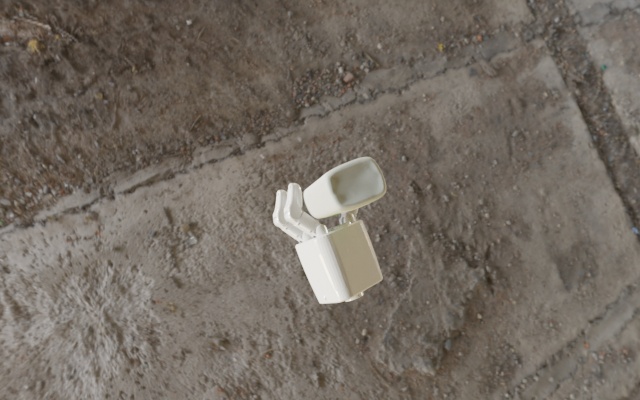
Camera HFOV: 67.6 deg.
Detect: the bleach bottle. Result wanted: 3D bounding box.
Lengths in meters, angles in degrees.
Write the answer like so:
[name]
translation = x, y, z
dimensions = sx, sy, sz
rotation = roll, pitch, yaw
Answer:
[bleach bottle]
translation = 0.000, 0.003, 0.793
dimensions = 0.102, 0.068, 0.251
rotation = -21, -3, -27
